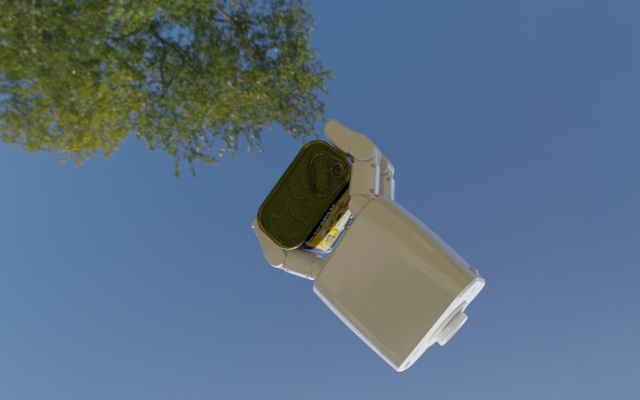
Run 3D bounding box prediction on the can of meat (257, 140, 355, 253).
[{"bbox_3d":[0.000,0.002,0.467,0.057,0.102,0.084,39,7,26],"label":"can of meat"}]
